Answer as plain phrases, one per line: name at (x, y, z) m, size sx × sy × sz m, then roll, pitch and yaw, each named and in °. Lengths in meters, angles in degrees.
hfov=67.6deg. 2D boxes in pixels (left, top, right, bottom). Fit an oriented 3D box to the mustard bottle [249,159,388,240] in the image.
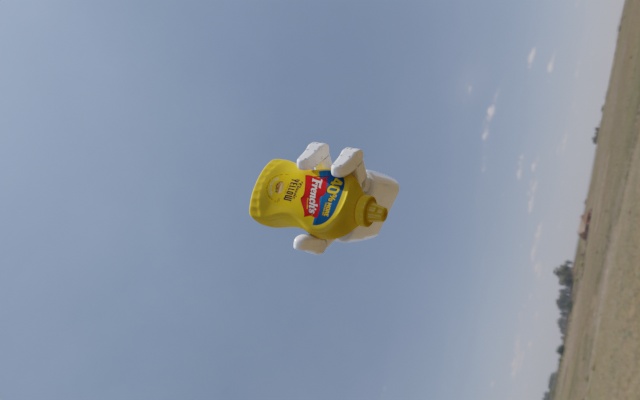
mustard bottle at (0.000, 0.002, 0.644) m, size 0.191 × 0.096 × 0.058 m, roll 12°, pitch -21°, yaw 30°
